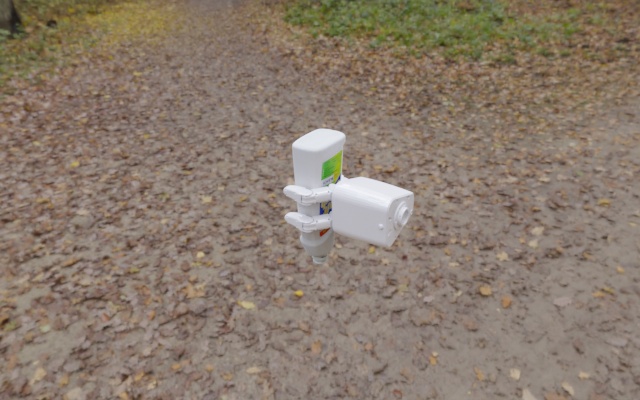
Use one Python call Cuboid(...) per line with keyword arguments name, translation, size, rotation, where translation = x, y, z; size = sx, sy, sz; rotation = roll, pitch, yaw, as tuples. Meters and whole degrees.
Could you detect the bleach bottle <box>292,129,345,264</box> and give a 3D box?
Cuboid(name="bleach bottle", translation=(0.000, 0.003, 0.883), size=(0.068, 0.251, 0.102), rotation=(17, 34, 31))
